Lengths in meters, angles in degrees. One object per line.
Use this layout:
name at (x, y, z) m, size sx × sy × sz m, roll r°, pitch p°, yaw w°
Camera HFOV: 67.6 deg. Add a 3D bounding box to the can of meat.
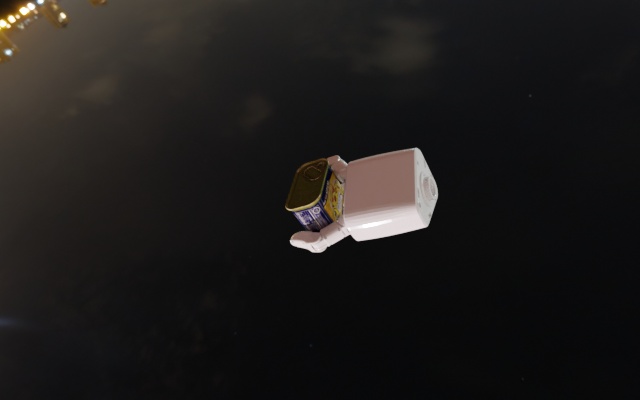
can of meat at (0.000, 0.003, 0.713) m, size 0.057 × 0.102 × 0.084 m, roll -15°, pitch -51°, yaw 27°
